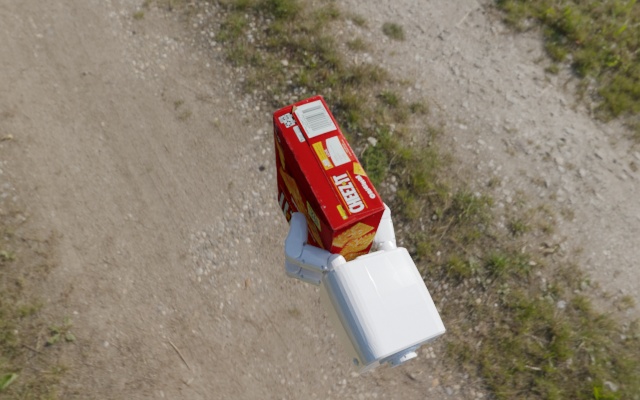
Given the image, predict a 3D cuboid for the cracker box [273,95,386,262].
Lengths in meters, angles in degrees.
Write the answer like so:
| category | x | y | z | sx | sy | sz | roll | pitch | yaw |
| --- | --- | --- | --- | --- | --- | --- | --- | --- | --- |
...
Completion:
| category | x | y | z | sx | sy | sz | roll | pitch | yaw |
| --- | --- | --- | --- | --- | --- | --- | --- | --- | --- |
| cracker box | 0.000 | 0.002 | 0.605 | 0.072 | 0.164 | 0.214 | -22 | -24 | -14 |
